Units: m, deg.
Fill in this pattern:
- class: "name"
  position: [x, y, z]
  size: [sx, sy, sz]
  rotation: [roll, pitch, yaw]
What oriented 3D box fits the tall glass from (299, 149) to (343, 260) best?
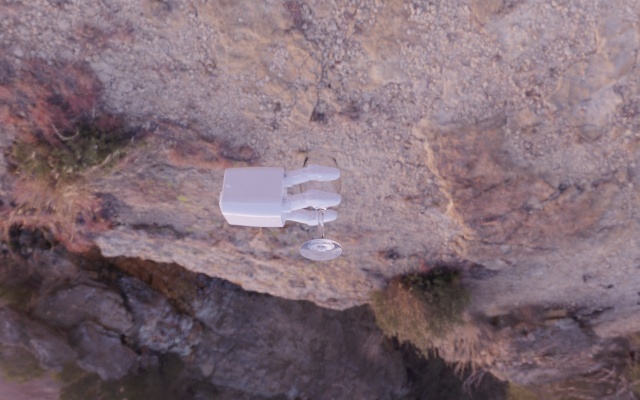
- class: "tall glass"
  position: [0.000, 0.003, 0.873]
  size: [0.079, 0.201, 0.079]
  rotation: [0, -33, 0]
